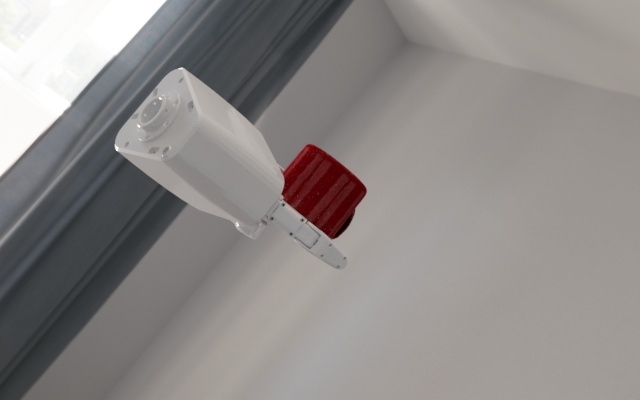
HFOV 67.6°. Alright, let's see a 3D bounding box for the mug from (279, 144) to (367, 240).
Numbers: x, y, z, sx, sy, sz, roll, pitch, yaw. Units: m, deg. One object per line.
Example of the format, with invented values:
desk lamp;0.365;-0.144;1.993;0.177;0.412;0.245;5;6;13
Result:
mug;0.001;0.002;0.503;0.093;0.081;0.117;37;-2;45
